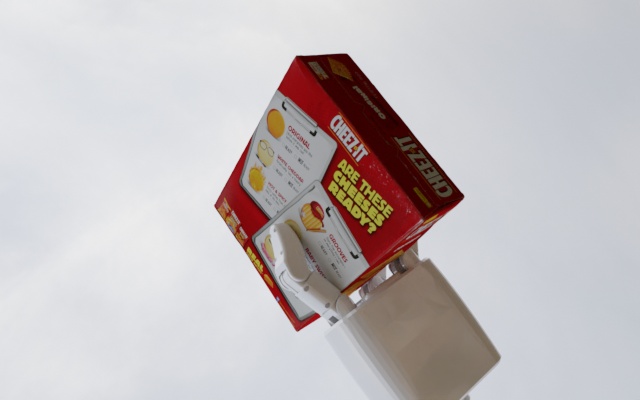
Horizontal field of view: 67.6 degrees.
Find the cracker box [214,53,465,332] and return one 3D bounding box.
[{"bbox_3d":[0.000,0.002,0.441,0.072,0.164,0.214,-22,-21,-43],"label":"cracker box"}]
